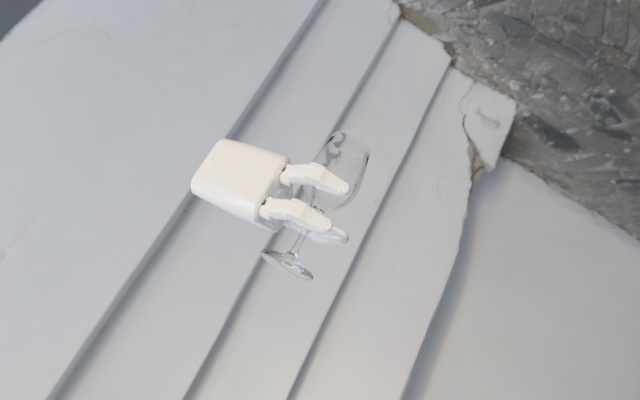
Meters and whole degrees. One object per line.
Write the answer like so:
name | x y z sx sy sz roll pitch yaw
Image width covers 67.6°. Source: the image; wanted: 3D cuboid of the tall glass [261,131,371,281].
tall glass | 0.000 0.003 0.639 0.079 0.201 0.079 24 -24 11
